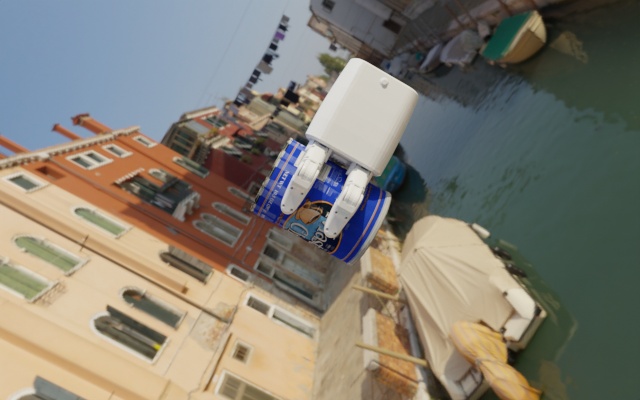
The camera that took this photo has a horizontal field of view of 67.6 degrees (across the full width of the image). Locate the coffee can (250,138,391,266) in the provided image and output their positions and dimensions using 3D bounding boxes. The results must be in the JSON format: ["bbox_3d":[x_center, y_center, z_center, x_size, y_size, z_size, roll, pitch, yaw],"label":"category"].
[{"bbox_3d":[0.000,0.002,0.585,0.140,0.103,0.103,29,-2,-4],"label":"coffee can"}]
